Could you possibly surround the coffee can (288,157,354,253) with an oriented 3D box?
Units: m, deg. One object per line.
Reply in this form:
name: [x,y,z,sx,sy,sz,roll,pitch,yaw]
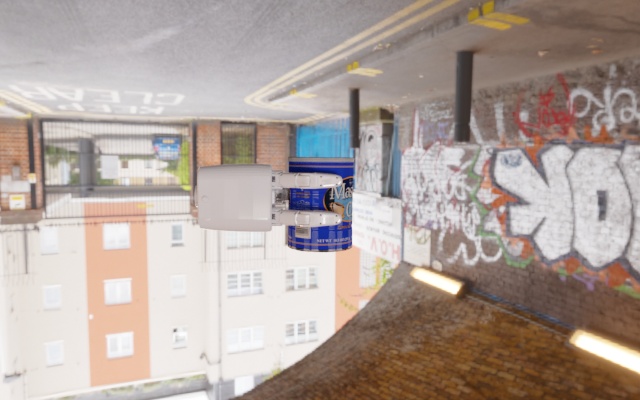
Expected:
coffee can: [0.000,0.002,0.745,0.103,0.140,0.103,1,5,0]
